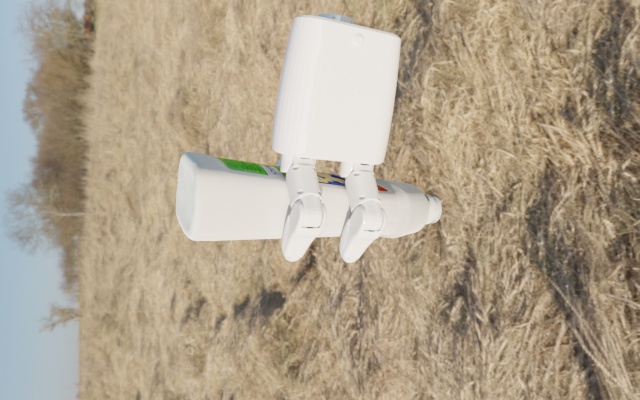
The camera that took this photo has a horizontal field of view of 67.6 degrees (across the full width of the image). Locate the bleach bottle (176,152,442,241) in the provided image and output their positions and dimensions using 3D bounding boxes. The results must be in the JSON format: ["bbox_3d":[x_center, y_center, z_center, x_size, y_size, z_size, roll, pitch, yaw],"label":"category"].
[{"bbox_3d":[0.000,0.002,0.451,0.251,0.068,0.102,3,12,-25],"label":"bleach bottle"}]
